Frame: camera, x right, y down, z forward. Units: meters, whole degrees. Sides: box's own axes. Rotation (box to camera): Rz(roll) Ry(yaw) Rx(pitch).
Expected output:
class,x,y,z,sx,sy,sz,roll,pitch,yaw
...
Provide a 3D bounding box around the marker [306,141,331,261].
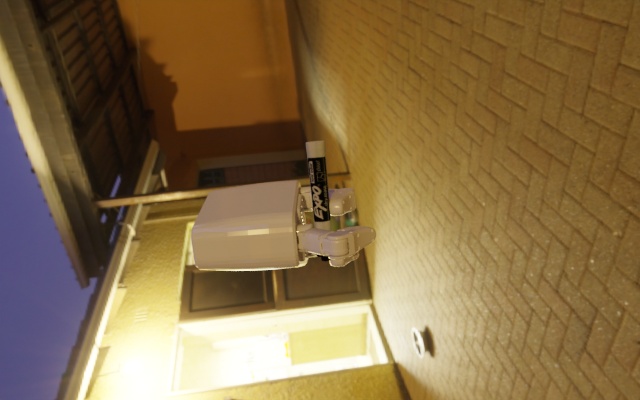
class,x,y,z,sx,sy,sz,roll,pitch,yaw
marker,0.000,0.002,0.477,0.020,0.121,0.020,-5,10,1
